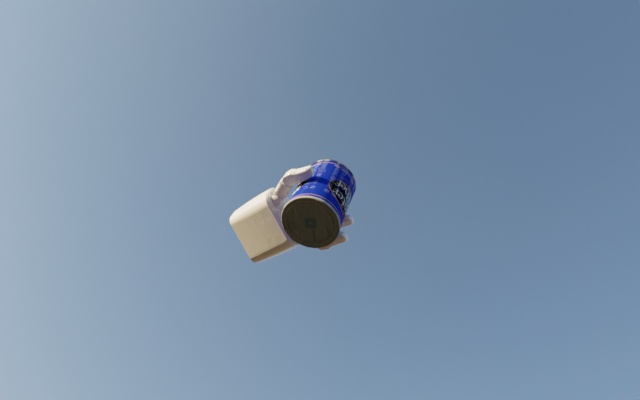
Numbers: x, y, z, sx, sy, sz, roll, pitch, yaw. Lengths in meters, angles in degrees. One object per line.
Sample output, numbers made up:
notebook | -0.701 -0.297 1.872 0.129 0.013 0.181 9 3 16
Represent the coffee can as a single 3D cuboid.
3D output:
coffee can | 0.000 0.003 0.854 0.103 0.103 0.140 0 31 17
